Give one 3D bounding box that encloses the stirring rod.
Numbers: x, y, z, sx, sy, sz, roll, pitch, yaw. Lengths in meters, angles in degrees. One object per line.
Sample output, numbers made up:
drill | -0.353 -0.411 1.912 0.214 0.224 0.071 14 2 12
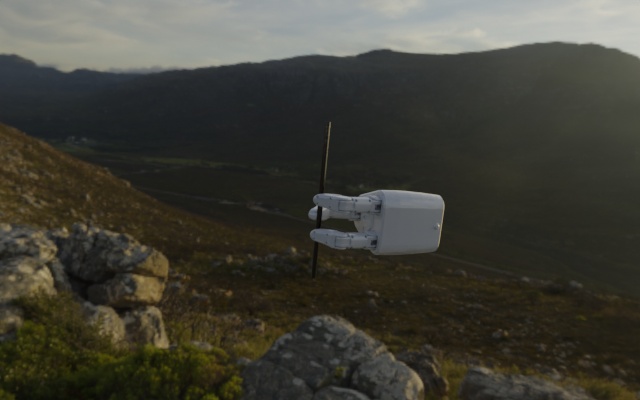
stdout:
stirring rod | 0.000 0.002 0.722 0.011 0.239 0.011 5 11 -1
